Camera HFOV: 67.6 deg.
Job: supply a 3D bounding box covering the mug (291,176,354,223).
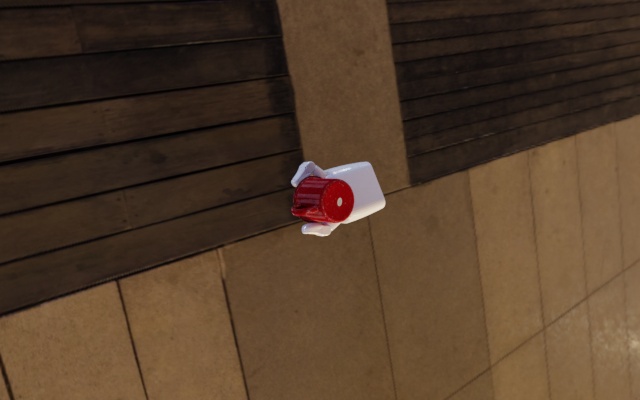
[{"bbox_3d":[-0.001,0.003,0.890,0.117,0.093,0.081,-20,14,-35],"label":"mug"}]
